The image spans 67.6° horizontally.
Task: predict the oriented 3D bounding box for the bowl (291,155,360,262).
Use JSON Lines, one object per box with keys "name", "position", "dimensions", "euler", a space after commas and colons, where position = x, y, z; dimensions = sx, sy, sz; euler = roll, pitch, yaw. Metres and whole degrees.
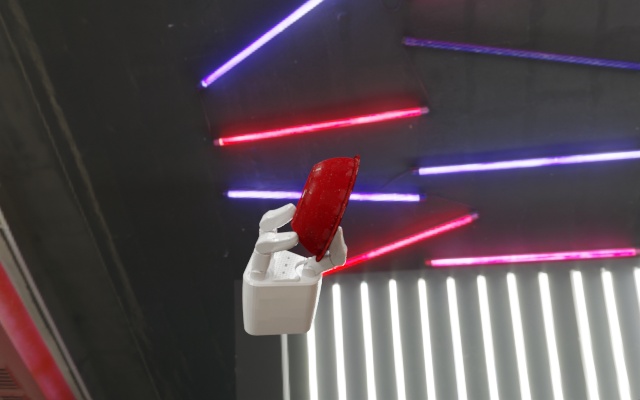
{"name": "bowl", "position": [0.000, 0.001, 0.671], "dimensions": [0.055, 0.162, 0.162], "euler": [22, -2, -5]}
